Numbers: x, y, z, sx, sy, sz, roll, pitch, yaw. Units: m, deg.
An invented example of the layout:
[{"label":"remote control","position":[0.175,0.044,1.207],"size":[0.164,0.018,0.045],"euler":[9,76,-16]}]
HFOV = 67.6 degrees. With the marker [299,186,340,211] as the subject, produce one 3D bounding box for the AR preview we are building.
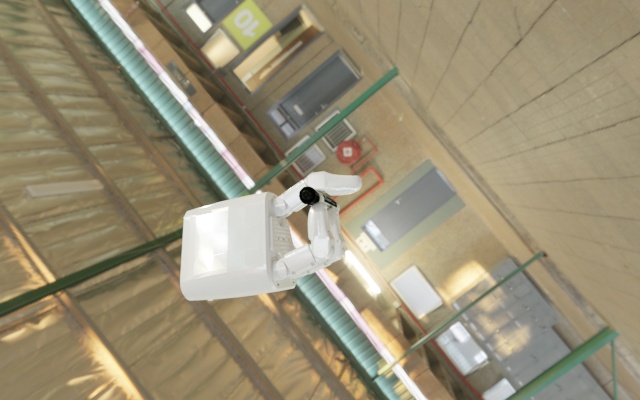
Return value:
[{"label":"marker","position":[0.000,0.002,0.539],"size":[0.020,0.020,0.121],"euler":[0,-7,15]}]
